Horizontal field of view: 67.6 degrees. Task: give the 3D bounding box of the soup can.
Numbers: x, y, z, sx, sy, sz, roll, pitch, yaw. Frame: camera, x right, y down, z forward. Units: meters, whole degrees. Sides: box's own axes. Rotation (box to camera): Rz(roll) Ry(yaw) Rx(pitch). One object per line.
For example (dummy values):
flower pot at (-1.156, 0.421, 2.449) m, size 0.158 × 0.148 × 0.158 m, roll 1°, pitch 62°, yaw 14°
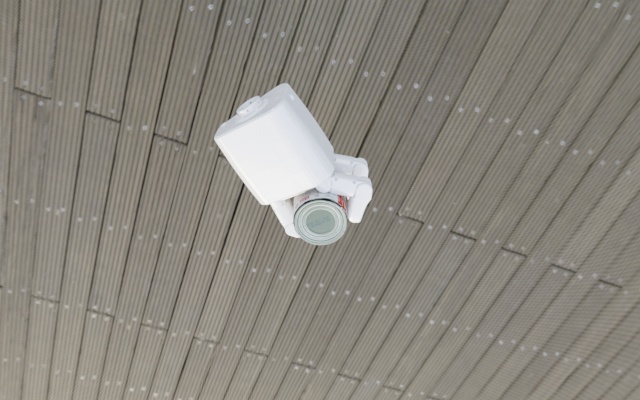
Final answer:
soup can at (0.000, 0.003, 0.617) m, size 0.068 × 0.068 × 0.102 m, roll 0°, pitch 30°, yaw 0°
